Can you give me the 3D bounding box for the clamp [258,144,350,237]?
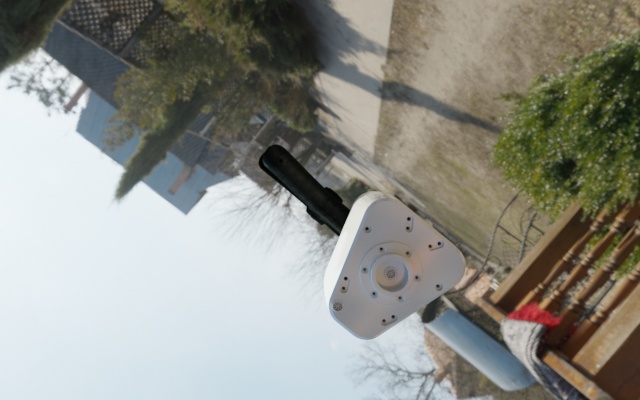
[{"bbox_3d":[0.000,0.002,0.494,0.171,0.039,0.120,39,1,0],"label":"clamp"}]
